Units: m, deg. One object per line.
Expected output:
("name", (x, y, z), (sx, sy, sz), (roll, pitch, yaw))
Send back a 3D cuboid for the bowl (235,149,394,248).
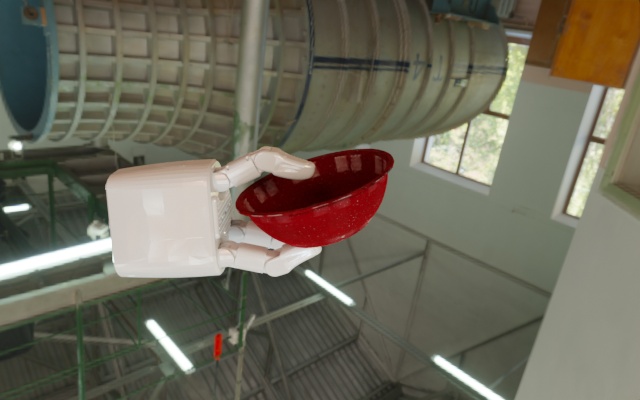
("bowl", (0.001, 0.002, 0.478), (0.162, 0.055, 0.162), (-16, 19, 6))
